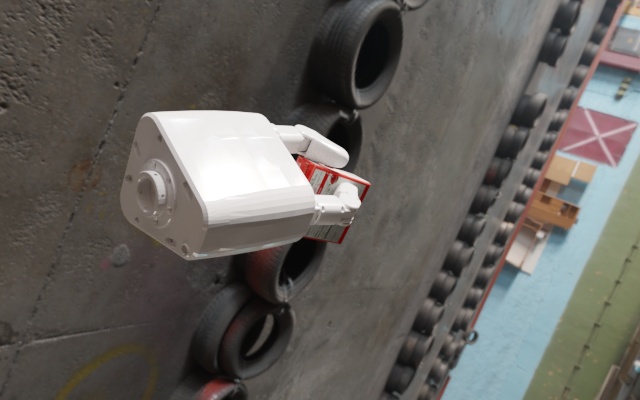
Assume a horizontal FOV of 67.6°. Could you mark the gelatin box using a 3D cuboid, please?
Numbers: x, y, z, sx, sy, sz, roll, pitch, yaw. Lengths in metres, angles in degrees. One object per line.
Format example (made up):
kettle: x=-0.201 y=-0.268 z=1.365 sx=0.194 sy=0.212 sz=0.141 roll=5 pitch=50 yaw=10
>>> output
gelatin box: x=0.001 y=0.002 z=0.482 sx=0.089 sy=0.073 sz=0.030 roll=15 pitch=14 yaw=-45
